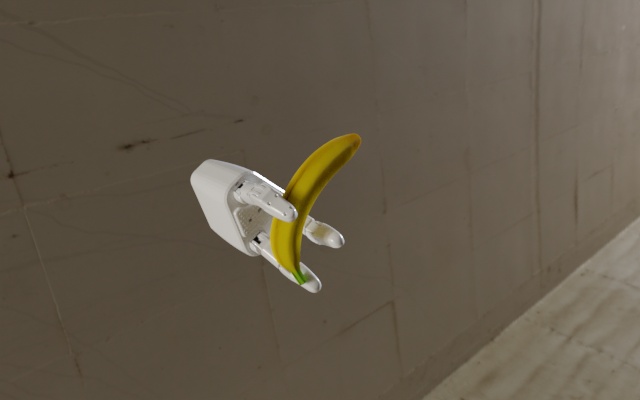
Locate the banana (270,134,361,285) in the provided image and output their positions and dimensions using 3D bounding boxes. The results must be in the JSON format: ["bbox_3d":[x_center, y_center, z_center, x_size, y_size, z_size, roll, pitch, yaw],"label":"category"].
[{"bbox_3d":[-0.014,-0.001,0.574,0.070,0.198,0.037,25,-4,-41],"label":"banana"}]
